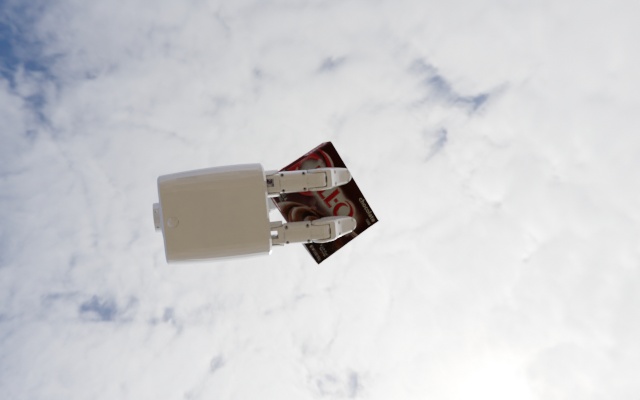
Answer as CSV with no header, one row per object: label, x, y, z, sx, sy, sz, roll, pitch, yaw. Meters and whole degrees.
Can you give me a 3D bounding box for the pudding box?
pudding box,0.000,0.002,0.551,0.090,0.113,0.039,-35,14,-11
